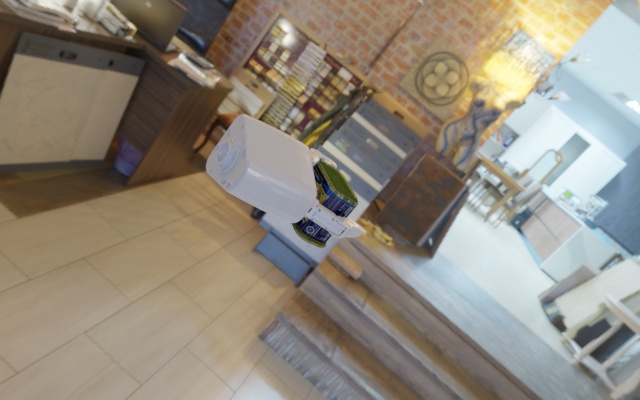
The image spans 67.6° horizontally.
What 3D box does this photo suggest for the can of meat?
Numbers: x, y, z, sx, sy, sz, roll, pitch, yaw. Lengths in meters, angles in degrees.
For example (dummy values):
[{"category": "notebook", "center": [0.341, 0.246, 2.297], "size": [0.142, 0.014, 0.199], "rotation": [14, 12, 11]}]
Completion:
[{"category": "can of meat", "center": [0.000, 0.002, 0.680], "size": [0.057, 0.084, 0.102], "rotation": [27, 21, -33]}]
